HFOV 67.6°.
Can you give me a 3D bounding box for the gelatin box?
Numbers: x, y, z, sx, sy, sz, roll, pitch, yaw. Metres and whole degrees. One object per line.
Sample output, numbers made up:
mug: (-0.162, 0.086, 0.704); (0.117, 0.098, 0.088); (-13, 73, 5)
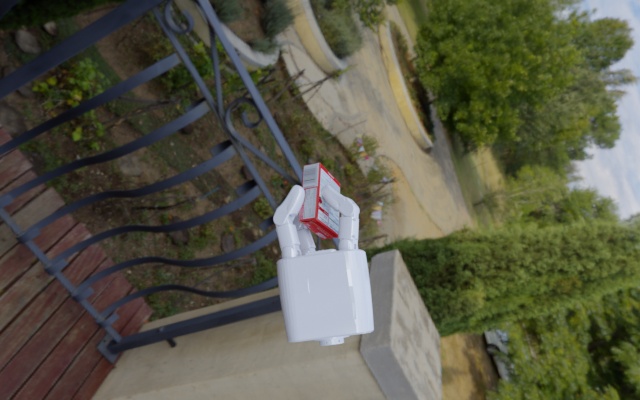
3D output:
gelatin box: (0.001, 0.002, 0.679); (0.030, 0.089, 0.073); (-8, -26, 25)
